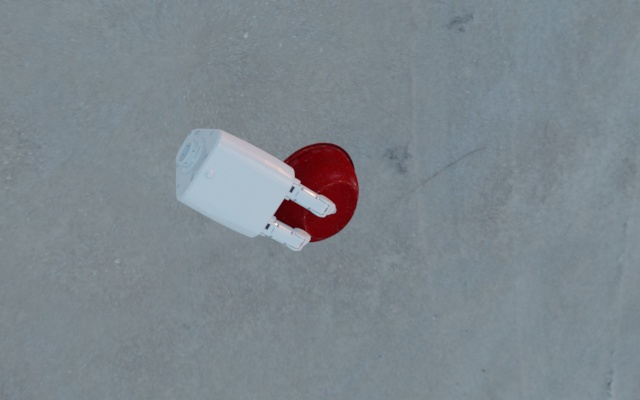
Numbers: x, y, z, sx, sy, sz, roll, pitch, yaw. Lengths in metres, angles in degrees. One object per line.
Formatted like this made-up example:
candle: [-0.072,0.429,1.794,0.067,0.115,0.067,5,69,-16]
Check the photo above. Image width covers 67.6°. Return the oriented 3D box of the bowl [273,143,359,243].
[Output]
bowl: [0.001,0.003,0.679,0.162,0.162,0.055,0,28,-40]
